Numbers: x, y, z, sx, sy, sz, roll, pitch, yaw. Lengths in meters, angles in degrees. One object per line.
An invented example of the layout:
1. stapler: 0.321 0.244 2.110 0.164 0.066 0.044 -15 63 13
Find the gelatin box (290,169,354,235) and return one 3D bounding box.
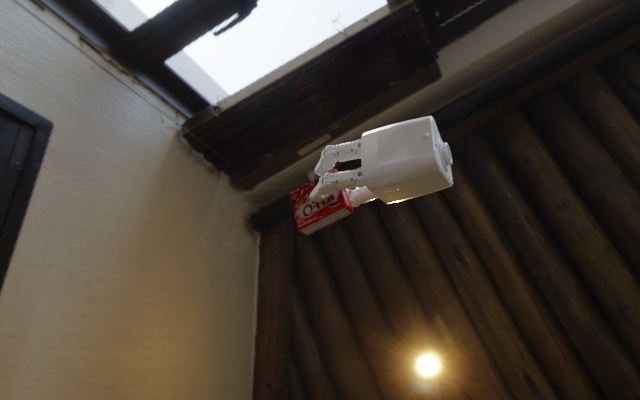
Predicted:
1. gelatin box: 0.000 0.003 0.747 0.089 0.073 0.030 -27 -33 19
